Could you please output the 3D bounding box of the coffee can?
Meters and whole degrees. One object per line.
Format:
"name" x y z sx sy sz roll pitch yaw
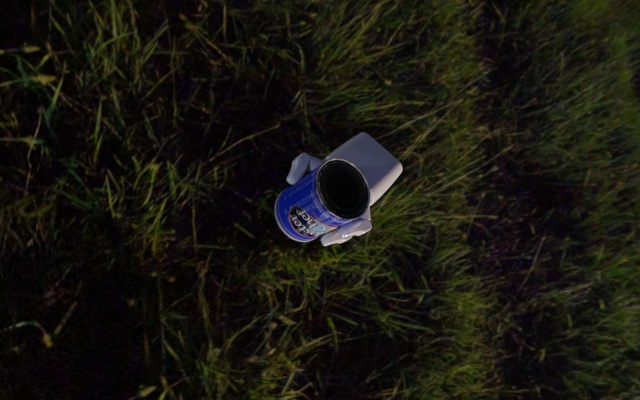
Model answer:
"coffee can" 0.000 0.003 0.793 0.103 0.102 0.140 0 -18 -33
